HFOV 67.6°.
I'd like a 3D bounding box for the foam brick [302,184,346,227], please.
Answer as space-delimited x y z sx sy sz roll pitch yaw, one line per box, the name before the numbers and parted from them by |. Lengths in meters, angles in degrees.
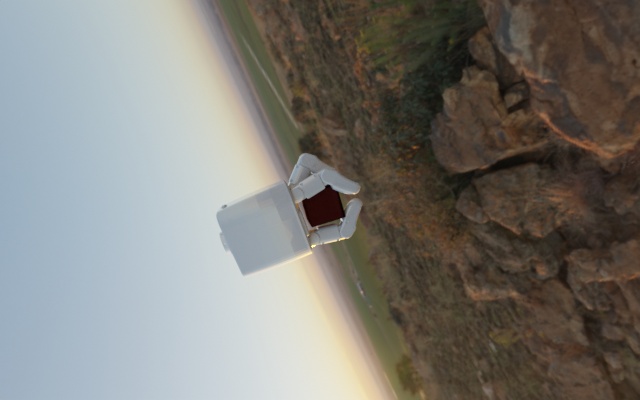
foam brick | 0.000 0.002 0.710 0.051 0.053 0.078 -18 8 -5
